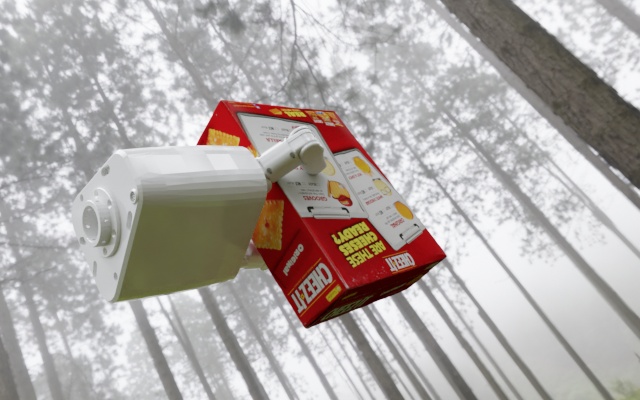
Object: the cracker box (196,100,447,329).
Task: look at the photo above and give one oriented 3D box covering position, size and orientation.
[{"bbox_3d":[0.000,0.001,0.470,0.164,0.213,0.072,-6,-36,-48],"label":"cracker box"}]
